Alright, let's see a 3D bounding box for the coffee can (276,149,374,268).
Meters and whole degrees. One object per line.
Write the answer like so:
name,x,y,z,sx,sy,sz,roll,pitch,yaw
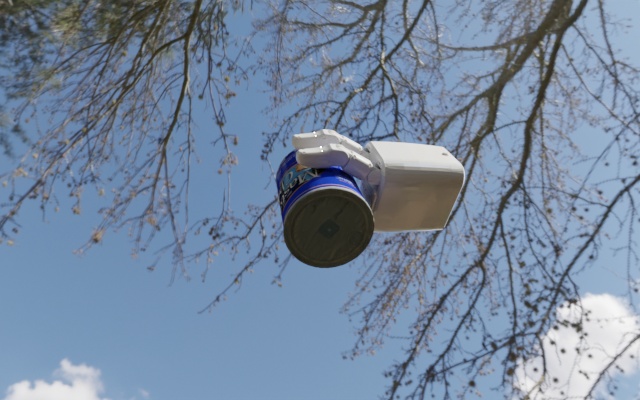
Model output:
coffee can,0.000,0.002,0.590,0.103,0.103,0.140,0,27,-9
